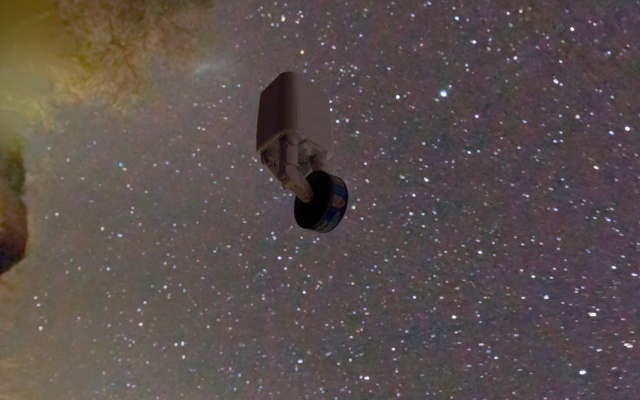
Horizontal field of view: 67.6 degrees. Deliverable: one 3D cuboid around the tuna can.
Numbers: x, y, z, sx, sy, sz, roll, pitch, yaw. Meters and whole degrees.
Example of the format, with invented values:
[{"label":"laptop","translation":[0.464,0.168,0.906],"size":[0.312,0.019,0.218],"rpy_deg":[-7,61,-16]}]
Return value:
[{"label":"tuna can","translation":[0.001,0.002,0.677],"size":[0.034,0.086,0.086],"rpy_deg":[19,-11,-35]}]
